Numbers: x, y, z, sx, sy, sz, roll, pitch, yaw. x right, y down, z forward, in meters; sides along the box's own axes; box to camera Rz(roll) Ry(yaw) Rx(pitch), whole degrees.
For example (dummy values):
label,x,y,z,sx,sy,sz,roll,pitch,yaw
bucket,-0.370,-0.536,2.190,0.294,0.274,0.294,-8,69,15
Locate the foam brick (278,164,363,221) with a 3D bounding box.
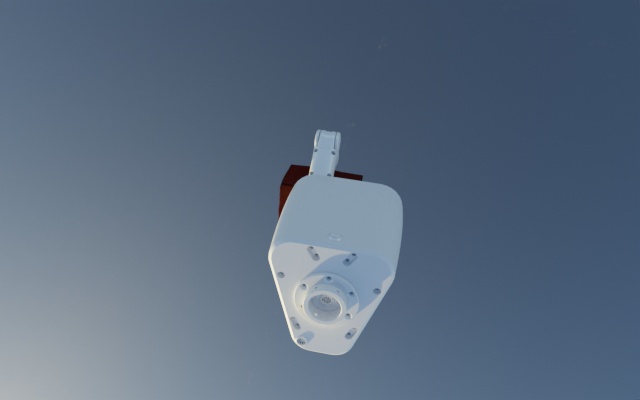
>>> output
label,x,y,z,sx,sy,sz,roll,pitch,yaw
foam brick,0.000,0.002,0.477,0.078,0.053,0.051,9,28,6
